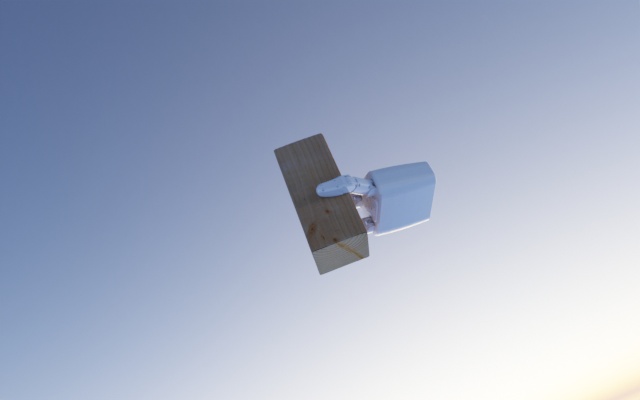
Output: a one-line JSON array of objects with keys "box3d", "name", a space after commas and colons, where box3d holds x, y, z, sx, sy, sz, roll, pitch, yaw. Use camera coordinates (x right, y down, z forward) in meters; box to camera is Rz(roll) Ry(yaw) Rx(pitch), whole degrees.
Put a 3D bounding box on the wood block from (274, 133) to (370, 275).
[{"box3d": [0.001, 0.002, 0.789, 0.090, 0.206, 0.091, -20, -32, -4], "name": "wood block"}]
